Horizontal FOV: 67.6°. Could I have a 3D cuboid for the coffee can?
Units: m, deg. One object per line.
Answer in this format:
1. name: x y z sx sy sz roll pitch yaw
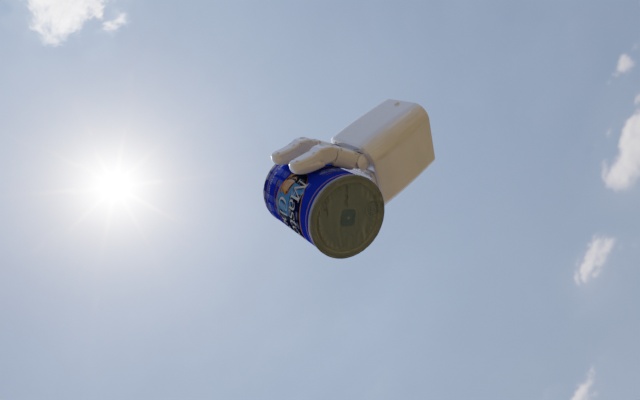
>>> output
1. coffee can: 0.000 0.002 0.614 0.103 0.103 0.140 0 16 -30
